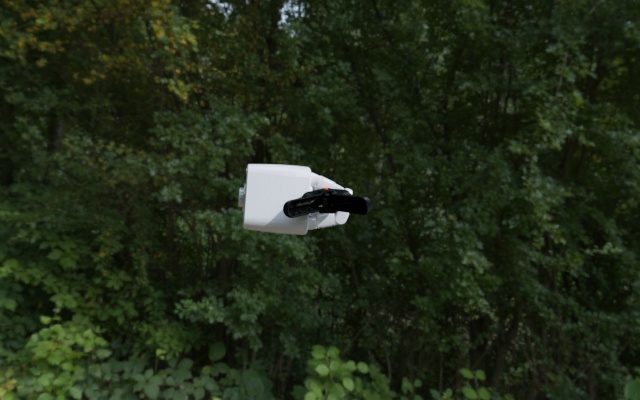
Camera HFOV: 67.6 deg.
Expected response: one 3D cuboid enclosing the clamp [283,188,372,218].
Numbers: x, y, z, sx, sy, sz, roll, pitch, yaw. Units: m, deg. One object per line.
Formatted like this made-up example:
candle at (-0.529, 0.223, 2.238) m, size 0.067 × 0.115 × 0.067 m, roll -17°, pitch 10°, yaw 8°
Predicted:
clamp at (0.000, 0.002, 0.717) m, size 0.120 × 0.039 × 0.171 m, roll 2°, pitch 4°, yaw -8°
